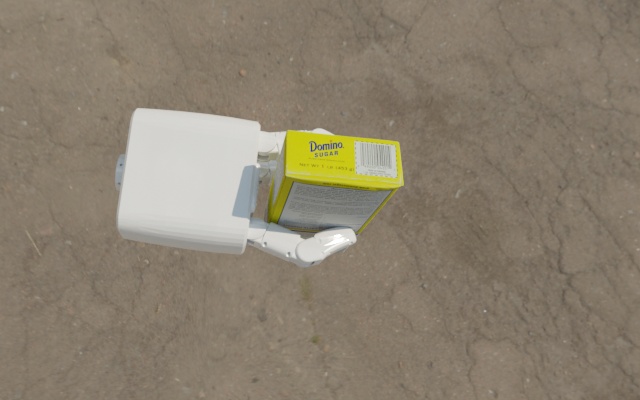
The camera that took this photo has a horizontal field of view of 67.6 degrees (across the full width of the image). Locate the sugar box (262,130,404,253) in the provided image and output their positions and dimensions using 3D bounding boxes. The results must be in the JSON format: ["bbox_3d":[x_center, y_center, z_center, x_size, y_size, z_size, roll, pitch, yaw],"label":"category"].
[{"bbox_3d":[0.000,0.001,0.436,0.093,0.048,0.176,5,-21,-12],"label":"sugar box"}]
